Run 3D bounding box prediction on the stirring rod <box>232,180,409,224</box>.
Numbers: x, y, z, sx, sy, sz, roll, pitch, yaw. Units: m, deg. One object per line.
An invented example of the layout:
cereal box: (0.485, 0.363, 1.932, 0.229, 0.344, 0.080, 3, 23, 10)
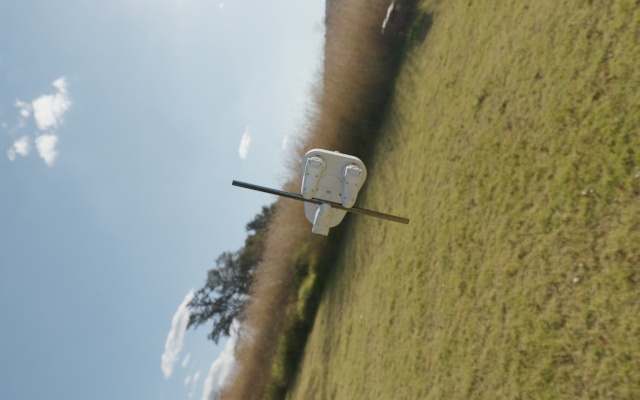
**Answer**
stirring rod: (0.000, 0.002, 0.637, 0.239, 0.011, 0.011, 13, 0, 0)
